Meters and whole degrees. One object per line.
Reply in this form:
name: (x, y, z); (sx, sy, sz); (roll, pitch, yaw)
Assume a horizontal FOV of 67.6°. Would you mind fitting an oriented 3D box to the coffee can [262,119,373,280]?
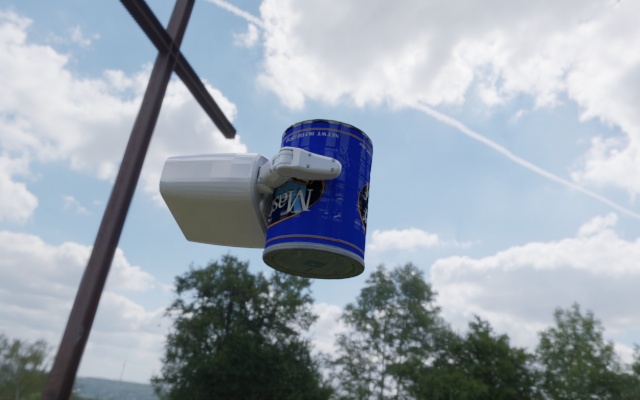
coffee can: (0.000, 0.002, 0.502); (0.103, 0.140, 0.103); (6, -24, 2)
